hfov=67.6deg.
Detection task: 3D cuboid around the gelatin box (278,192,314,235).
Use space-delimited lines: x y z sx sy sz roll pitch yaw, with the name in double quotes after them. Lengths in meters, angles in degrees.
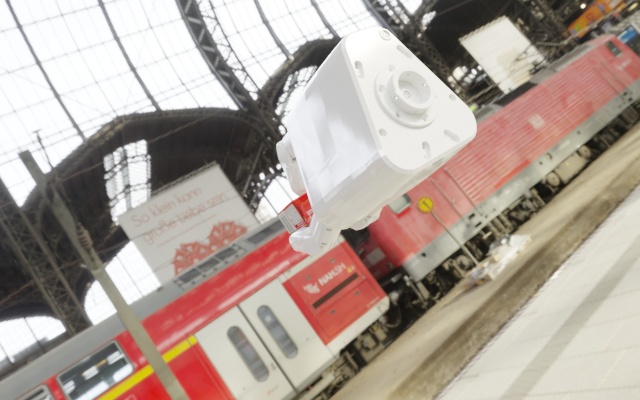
0.000 0.001 0.488 0.073 0.030 0.089 -32 -1 -18 "gelatin box"
